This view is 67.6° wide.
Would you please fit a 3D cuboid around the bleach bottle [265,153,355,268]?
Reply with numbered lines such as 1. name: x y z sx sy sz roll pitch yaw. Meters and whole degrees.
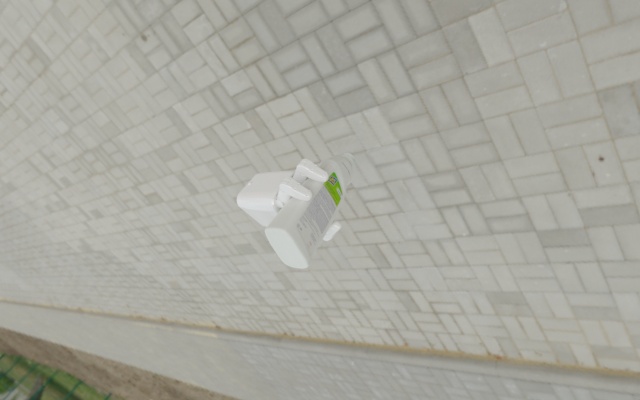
1. bleach bottle: 0.000 0.003 0.898 0.068 0.103 0.250 1 41 40
